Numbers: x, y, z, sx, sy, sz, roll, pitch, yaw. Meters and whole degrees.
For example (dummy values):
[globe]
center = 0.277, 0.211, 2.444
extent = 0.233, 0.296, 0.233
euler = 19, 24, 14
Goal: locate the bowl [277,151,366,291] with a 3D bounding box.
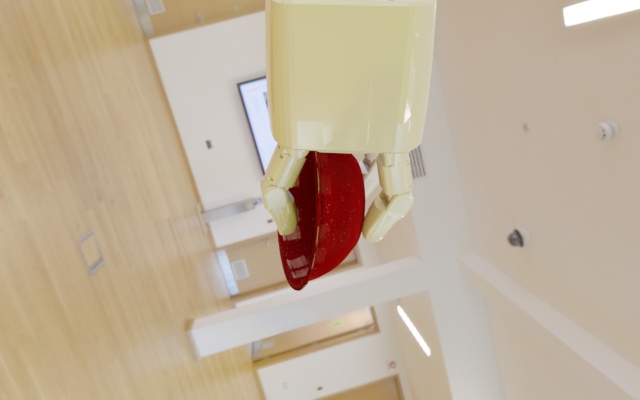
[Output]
[bowl]
center = 0.000, 0.002, 0.446
extent = 0.055, 0.162, 0.162
euler = 1, 0, -17
